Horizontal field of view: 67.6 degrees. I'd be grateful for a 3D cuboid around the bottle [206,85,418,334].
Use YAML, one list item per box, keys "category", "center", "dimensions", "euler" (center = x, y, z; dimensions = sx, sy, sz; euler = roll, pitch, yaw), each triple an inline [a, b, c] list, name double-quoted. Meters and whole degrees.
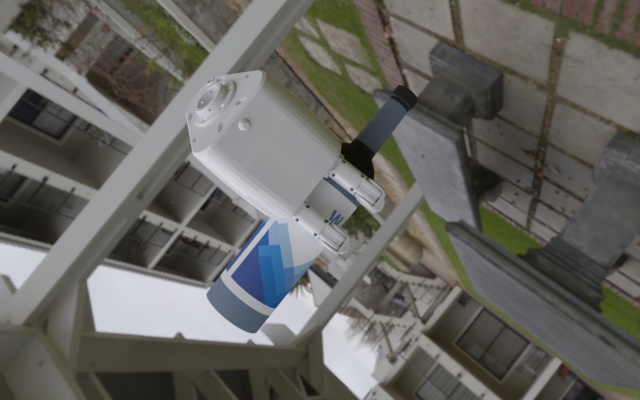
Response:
- category: "bottle"
  center: [0.000, 0.002, 0.499]
  dimensions: [0.069, 0.295, 0.069]
  euler: [39, -1, 1]
